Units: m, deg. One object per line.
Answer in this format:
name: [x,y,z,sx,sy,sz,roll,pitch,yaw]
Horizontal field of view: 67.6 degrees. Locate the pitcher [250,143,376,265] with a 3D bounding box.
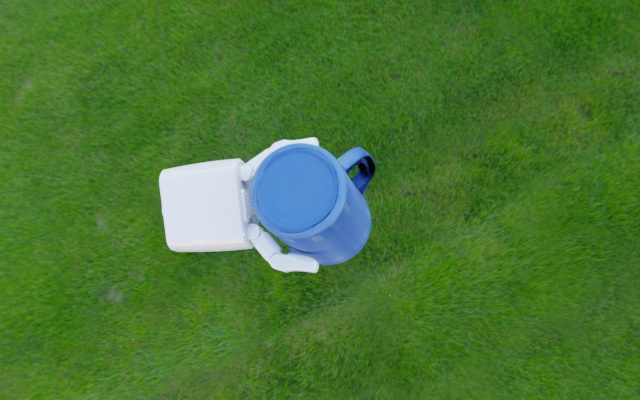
pitcher: [0.000,0.002,0.624,0.145,0.149,0.243,-4,-12,8]
